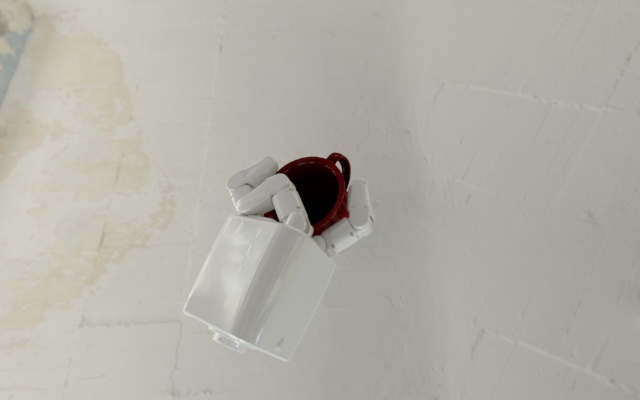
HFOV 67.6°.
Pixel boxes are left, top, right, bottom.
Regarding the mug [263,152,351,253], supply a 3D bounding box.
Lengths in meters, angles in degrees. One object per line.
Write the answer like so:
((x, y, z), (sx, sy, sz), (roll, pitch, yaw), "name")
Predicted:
((0.001, 0.001, 0.530), (0.093, 0.117, 0.081), (17, -20, 30), "mug")
